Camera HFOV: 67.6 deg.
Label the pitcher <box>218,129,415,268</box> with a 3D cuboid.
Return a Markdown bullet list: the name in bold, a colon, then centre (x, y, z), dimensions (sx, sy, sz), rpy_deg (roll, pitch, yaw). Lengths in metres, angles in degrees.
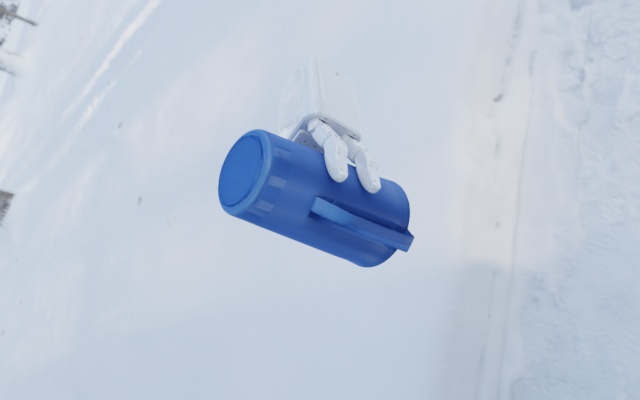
- **pitcher**: centre (0.000, 0.002, 0.619), dimensions (0.243, 0.145, 0.149), rpy_deg (21, -38, -38)
